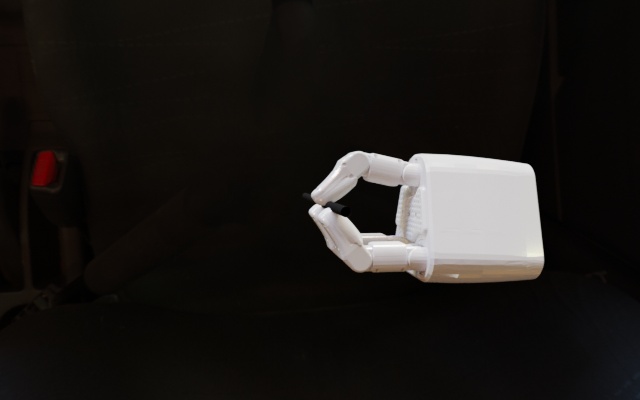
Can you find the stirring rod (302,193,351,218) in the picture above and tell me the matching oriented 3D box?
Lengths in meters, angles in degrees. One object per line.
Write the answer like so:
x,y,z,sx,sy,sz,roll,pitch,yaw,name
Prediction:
0.000,0.001,0.465,0.011,0.011,0.239,0,3,-9,stirring rod
